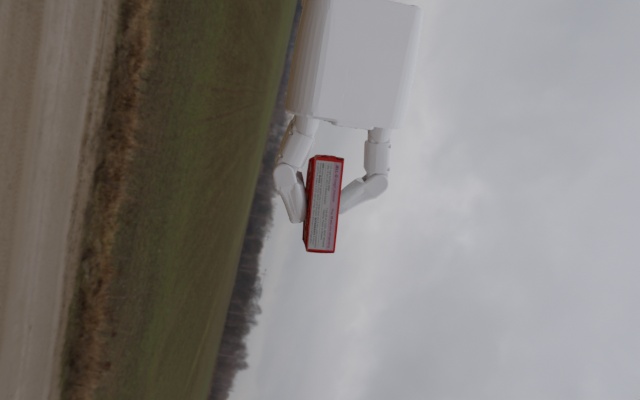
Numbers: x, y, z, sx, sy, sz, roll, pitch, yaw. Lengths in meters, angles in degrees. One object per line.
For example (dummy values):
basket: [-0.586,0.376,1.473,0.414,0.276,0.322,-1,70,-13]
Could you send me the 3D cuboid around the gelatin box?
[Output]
gelatin box: [0.001,0.002,0.461,0.030,0.089,0.073,4,3,-5]
